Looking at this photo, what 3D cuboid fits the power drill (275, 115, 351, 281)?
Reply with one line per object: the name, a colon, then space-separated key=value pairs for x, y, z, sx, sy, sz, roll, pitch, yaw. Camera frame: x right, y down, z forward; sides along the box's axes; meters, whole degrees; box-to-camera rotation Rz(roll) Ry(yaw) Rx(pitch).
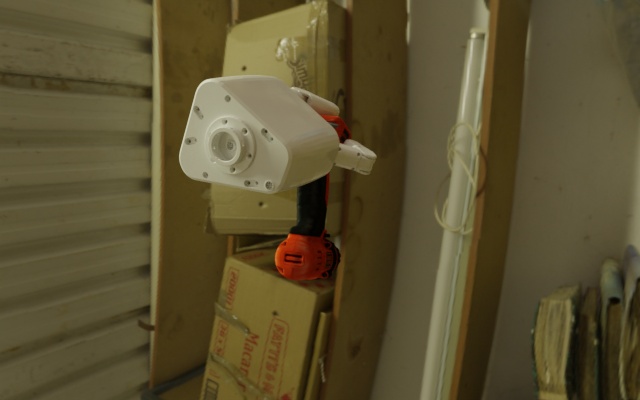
power drill: x=0.000 y=0.001 z=0.574 sx=0.057 sy=0.187 sz=0.184 roll=4 pitch=-5 yaw=11
